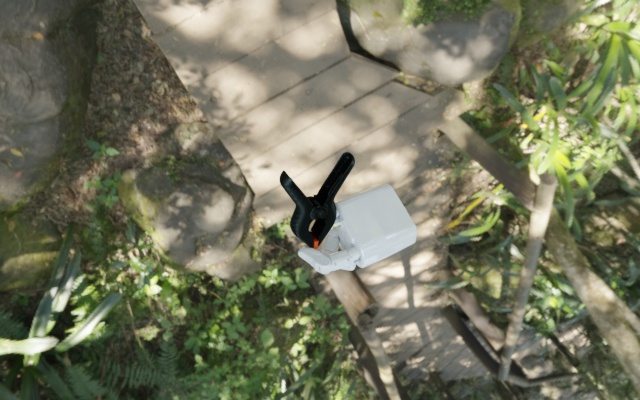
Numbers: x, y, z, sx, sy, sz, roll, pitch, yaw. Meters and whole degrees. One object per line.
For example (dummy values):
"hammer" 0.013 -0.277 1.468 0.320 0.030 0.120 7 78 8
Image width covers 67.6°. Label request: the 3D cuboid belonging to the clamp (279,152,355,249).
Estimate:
"clamp" 0.000 0.003 0.725 0.120 0.172 0.039 -20 49 -16
